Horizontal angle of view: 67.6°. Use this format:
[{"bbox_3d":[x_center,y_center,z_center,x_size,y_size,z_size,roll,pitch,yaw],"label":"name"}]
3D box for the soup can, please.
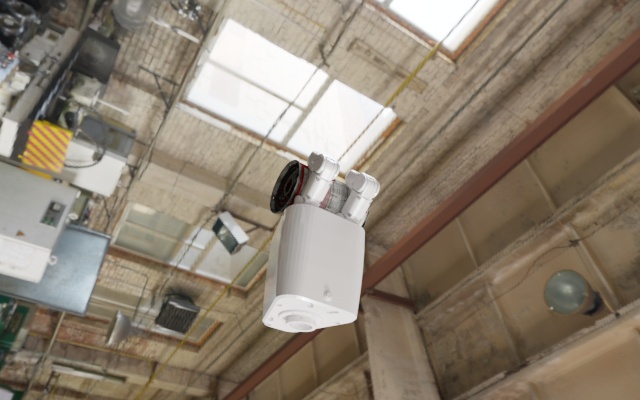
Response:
[{"bbox_3d":[0.000,0.002,0.575,0.102,0.068,0.068,24,-10,-24],"label":"soup can"}]
